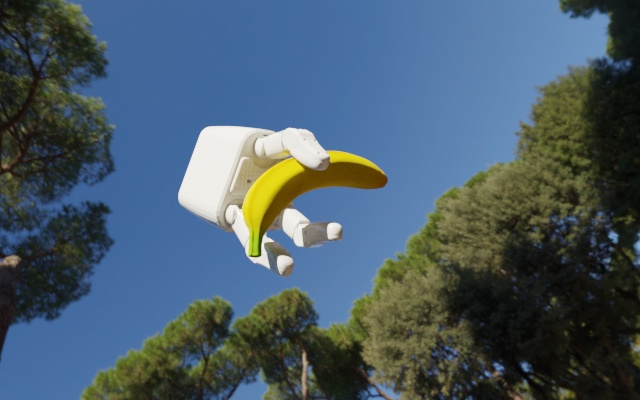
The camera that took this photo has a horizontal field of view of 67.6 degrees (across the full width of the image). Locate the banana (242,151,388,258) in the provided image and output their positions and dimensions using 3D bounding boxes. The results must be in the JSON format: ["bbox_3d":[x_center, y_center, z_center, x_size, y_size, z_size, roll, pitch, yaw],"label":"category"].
[{"bbox_3d":[-0.007,-0.015,0.479,0.197,0.070,0.037,-27,17,-37],"label":"banana"}]
